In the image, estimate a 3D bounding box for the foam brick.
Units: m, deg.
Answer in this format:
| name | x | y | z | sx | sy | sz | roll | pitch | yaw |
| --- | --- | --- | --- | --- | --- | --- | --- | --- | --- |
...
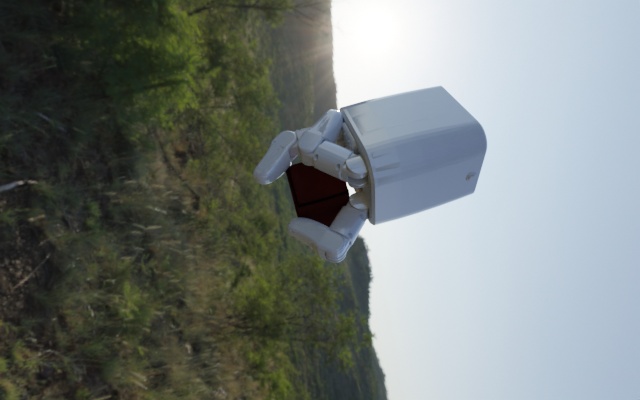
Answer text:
| name | x | y | z | sx | sy | sz | roll | pitch | yaw |
| --- | --- | --- | --- | --- | --- | --- | --- | --- | --- |
| foam brick | 0.000 | 0.002 | 0.482 | 0.051 | 0.053 | 0.078 | -16 | -34 | -5 |
